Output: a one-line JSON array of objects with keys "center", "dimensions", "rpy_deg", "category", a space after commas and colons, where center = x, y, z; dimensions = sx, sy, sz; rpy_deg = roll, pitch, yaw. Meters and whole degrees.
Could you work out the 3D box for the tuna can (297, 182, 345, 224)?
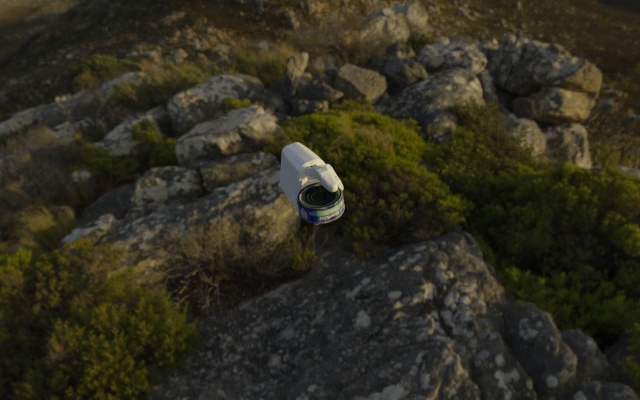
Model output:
[{"center": [0.000, 0.002, 0.870], "dimensions": [0.086, 0.034, 0.086], "rpy_deg": [-5, 36, 4], "category": "tuna can"}]
